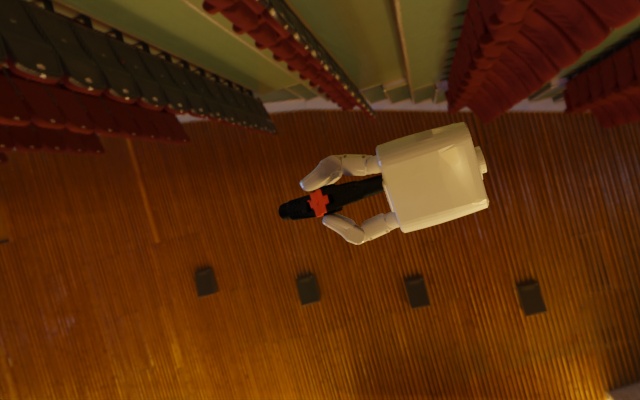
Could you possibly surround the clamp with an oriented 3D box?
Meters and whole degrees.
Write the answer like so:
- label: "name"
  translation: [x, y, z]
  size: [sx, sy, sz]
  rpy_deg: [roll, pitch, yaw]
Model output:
- label: "clamp"
  translation: [0.000, 0.003, 0.607]
  size: [0.164, 0.036, 0.210]
  rpy_deg: [-18, 0, 13]
